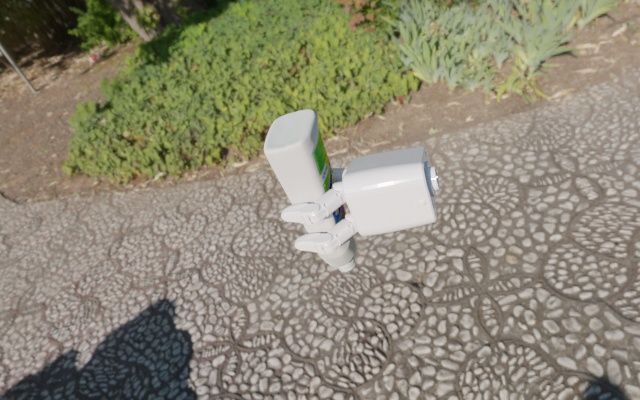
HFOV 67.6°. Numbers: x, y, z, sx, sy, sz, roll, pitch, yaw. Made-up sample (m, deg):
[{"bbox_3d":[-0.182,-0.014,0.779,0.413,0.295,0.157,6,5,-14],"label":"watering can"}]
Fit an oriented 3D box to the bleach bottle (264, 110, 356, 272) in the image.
[{"bbox_3d":[0.000,0.002,0.691,0.068,0.251,0.102,-12,36,18],"label":"bleach bottle"}]
